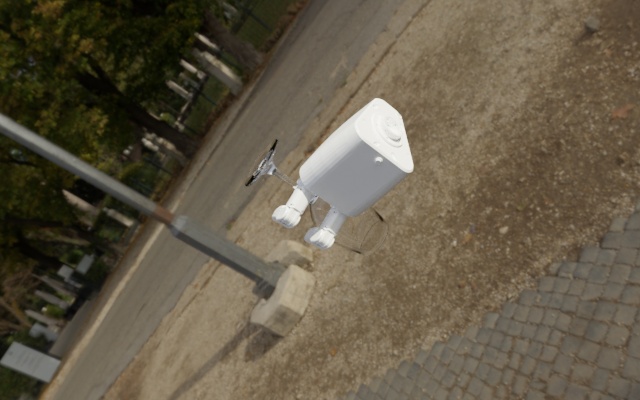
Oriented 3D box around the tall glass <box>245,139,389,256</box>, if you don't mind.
[{"bbox_3d":[-0.001,0.002,0.659,0.201,0.079,0.079,34,-13,-20],"label":"tall glass"}]
